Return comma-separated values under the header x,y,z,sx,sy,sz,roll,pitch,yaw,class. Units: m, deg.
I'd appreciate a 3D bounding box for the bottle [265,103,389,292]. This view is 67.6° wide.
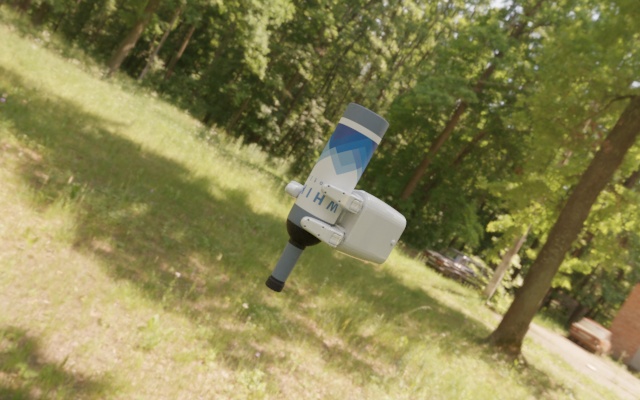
x,y,z,sx,sy,sz,roll,pitch,yaw,class
0.000,0.002,0.705,0.069,0.296,0.069,29,4,-2,bottle
